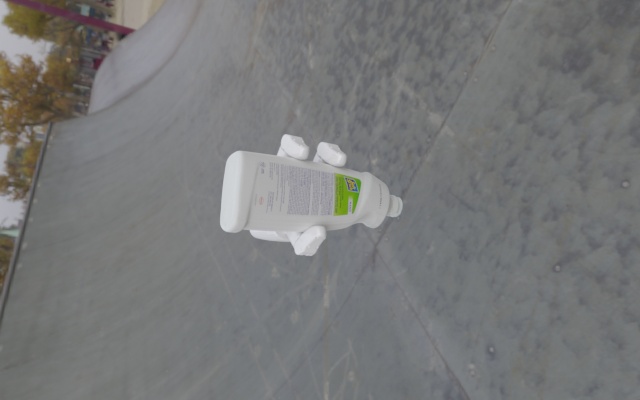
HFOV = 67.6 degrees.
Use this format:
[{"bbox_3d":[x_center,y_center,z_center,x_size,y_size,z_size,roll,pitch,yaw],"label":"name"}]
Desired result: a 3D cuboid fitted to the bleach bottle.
[{"bbox_3d":[0.000,0.002,0.633,0.251,0.102,0.068,8,-8,-28],"label":"bleach bottle"}]
